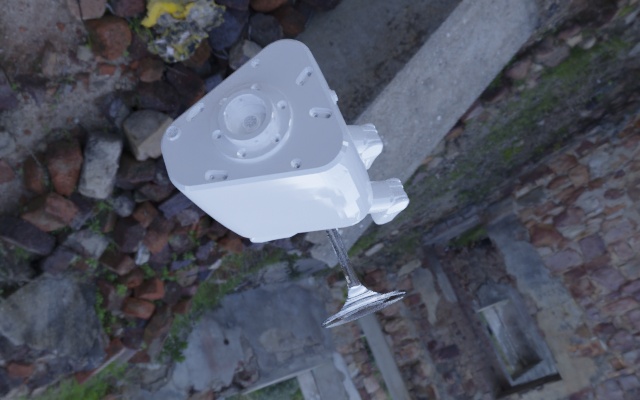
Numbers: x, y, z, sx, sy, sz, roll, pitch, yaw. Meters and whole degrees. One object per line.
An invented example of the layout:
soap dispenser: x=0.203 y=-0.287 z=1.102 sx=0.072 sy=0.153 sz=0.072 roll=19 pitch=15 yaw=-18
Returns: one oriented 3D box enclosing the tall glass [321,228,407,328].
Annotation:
tall glass: x=0.000 y=0.002 z=0.415 sx=0.079 sy=0.201 sz=0.079 roll=-19 pitch=-21 yaw=-8
